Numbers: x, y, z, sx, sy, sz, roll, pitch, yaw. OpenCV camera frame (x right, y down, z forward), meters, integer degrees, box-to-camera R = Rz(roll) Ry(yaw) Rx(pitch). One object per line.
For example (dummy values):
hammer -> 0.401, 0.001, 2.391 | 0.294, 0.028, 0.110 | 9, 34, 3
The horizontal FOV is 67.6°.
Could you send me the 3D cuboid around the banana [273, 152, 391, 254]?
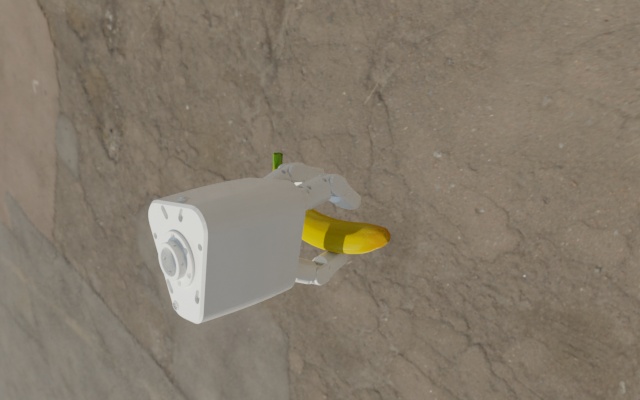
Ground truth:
banana -> -0.008, 0.016, 0.547 | 0.037, 0.070, 0.197 | -10, 36, -46
